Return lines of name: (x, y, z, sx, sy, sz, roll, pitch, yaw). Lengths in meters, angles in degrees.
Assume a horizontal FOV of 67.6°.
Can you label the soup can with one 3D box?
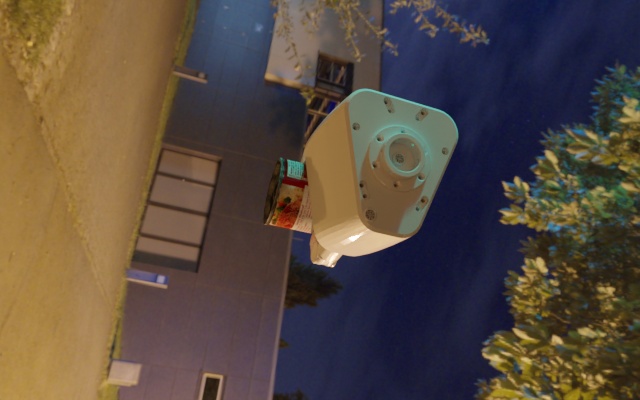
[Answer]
soup can: (0.000, 0.002, 0.483, 0.102, 0.068, 0.068, 13, -3, -13)
